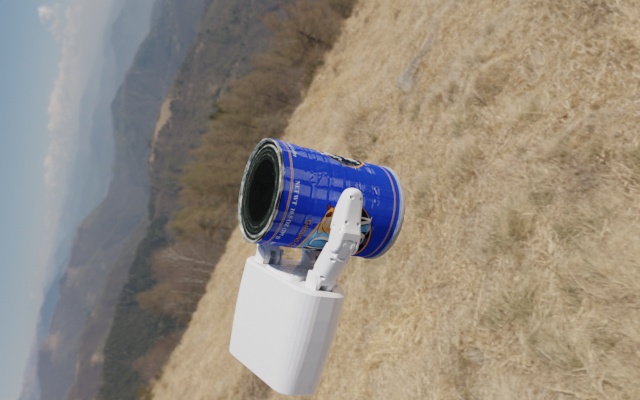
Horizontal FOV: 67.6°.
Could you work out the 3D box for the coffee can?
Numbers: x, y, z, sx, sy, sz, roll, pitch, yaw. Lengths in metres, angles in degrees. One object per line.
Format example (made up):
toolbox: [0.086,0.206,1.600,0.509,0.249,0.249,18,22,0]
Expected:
coffee can: [0.000,0.001,0.489,0.140,0.103,0.103,11,-5,-29]
